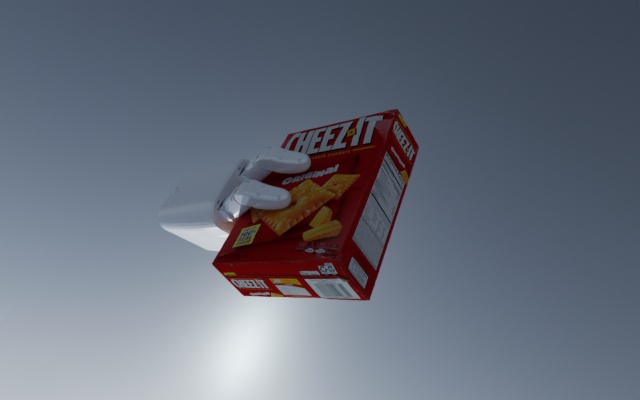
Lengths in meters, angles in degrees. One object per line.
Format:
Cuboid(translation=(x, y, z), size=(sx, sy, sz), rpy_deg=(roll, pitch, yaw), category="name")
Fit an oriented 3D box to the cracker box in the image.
Cuboid(translation=(0.000, 0.002, 0.528), size=(0.164, 0.213, 0.072), rpy_deg=(-6, -46, 35), category="cracker box")
